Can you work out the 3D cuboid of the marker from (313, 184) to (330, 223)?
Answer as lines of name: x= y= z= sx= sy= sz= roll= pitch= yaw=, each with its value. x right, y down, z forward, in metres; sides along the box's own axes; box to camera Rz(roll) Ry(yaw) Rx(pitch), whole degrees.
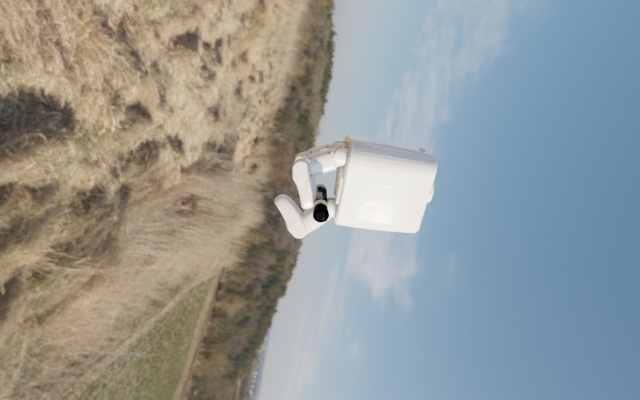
marker: x=0.000 y=0.002 z=0.585 sx=0.020 sy=0.020 sz=0.121 roll=0 pitch=15 yaw=-1
